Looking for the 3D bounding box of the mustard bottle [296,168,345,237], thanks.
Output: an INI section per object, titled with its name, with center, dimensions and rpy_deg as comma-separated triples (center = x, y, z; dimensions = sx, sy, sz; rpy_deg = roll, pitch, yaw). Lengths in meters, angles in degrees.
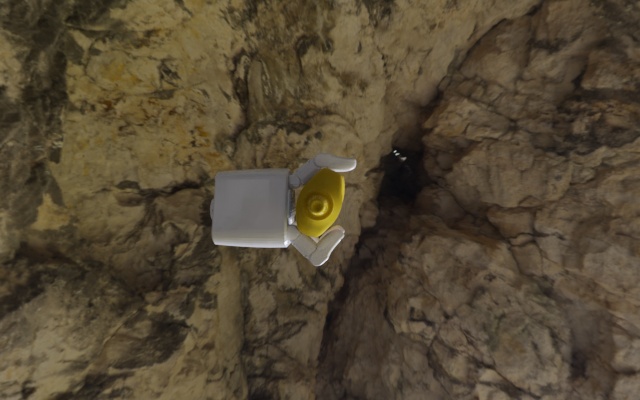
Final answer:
[mustard bottle]
center = 0.000, 0.002, 0.672
dimensions = 0.058, 0.096, 0.191
rpy_deg = 24, 4, 2
